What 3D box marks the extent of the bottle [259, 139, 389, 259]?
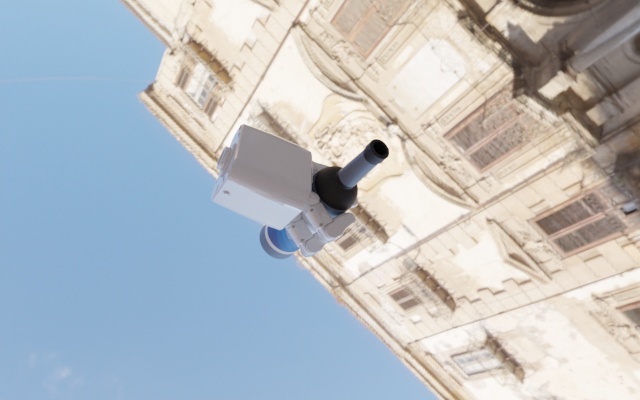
[{"bbox_3d":[0.000,0.002,0.672,0.069,0.069,0.296,0,-25,-32],"label":"bottle"}]
